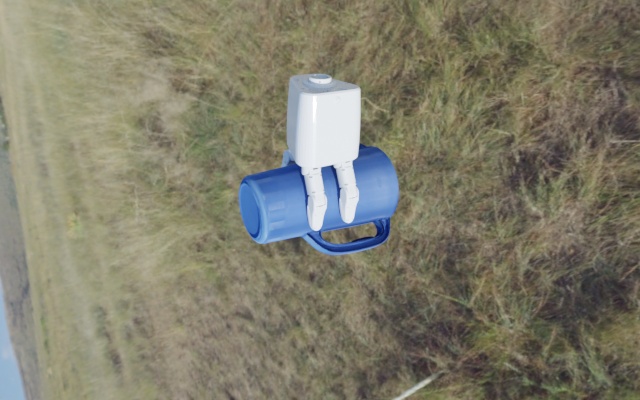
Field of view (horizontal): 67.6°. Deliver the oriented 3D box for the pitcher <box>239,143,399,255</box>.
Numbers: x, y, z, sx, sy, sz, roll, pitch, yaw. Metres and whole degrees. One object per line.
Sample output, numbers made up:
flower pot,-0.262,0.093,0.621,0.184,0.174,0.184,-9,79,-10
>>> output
pitcher,0.000,0.002,0.780,0.243,0.145,0.149,-13,34,-26
